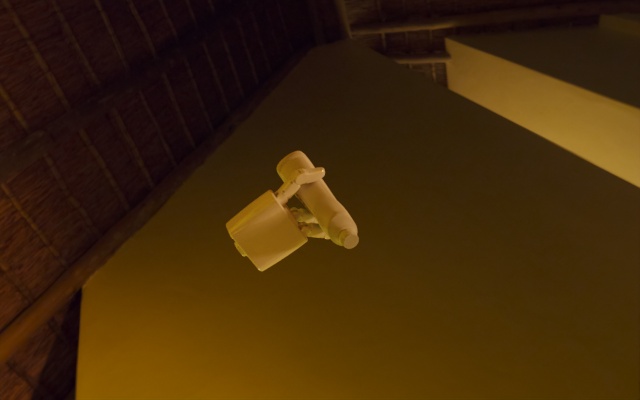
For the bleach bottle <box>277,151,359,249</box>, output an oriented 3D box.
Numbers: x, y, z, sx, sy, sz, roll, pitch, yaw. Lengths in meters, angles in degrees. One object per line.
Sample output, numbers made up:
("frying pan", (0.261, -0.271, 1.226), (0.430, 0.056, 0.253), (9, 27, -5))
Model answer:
("bleach bottle", (0.000, 0.003, 0.885), (0.068, 0.103, 0.250), (-37, 37, -1))
